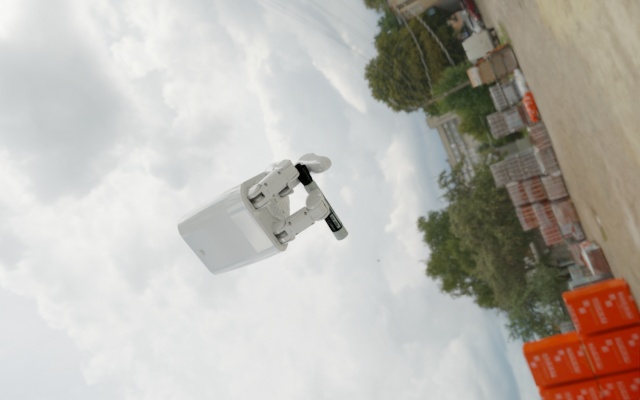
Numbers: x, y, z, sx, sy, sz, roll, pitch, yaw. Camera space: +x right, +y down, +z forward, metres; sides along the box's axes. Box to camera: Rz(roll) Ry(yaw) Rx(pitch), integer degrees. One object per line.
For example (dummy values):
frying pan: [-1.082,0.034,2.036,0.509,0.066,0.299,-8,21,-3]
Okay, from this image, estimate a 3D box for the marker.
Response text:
marker: [0.000,0.002,0.631,0.020,0.121,0.020,-28,22,12]
